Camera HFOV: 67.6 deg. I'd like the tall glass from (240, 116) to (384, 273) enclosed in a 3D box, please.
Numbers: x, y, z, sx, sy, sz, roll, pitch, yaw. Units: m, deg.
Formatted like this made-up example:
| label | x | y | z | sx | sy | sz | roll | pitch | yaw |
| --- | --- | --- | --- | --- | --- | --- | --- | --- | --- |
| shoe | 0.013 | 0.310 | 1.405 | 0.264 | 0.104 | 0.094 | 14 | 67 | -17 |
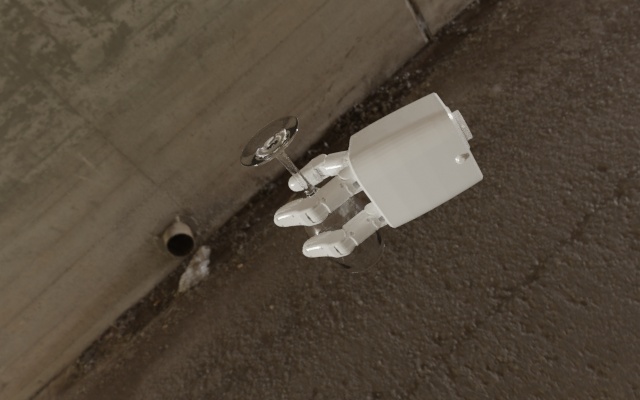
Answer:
| label | x | y | z | sx | sy | sz | roll | pitch | yaw |
| --- | --- | --- | --- | --- | --- | --- | --- | --- | --- |
| tall glass | 0.000 | 0.001 | 0.546 | 0.079 | 0.079 | 0.201 | 0 | -40 | 44 |
